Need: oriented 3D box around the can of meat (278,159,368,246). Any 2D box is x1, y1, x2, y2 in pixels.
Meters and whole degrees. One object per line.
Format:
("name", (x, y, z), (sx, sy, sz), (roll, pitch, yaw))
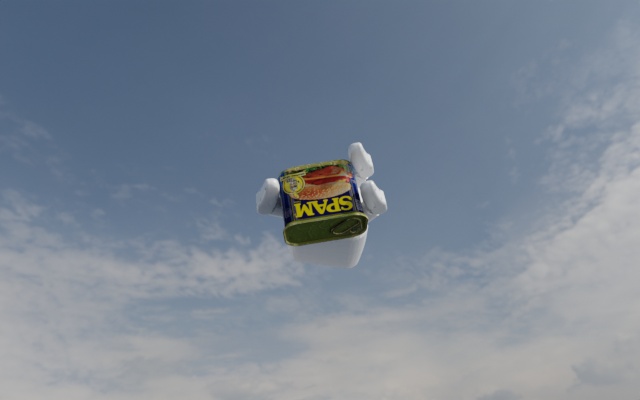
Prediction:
("can of meat", (0.000, 0.002, 0.590), (0.102, 0.084, 0.057), (-9, -31, -3))
